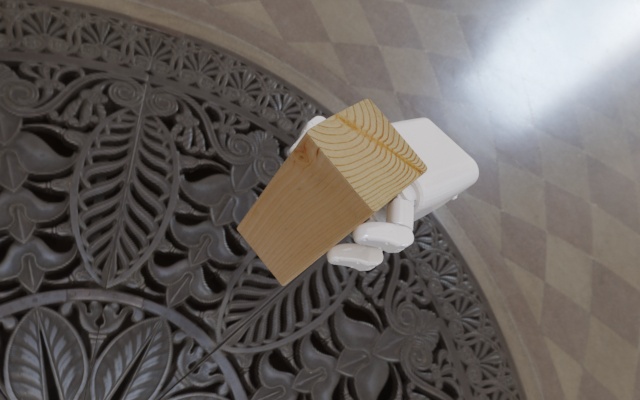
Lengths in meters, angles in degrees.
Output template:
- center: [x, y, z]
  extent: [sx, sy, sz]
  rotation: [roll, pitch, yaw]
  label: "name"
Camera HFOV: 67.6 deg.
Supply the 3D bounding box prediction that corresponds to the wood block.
- center: [0.000, 0.001, 0.499]
  extent: [0.090, 0.091, 0.206]
  rotation: [-35, -7, -37]
  label: "wood block"
